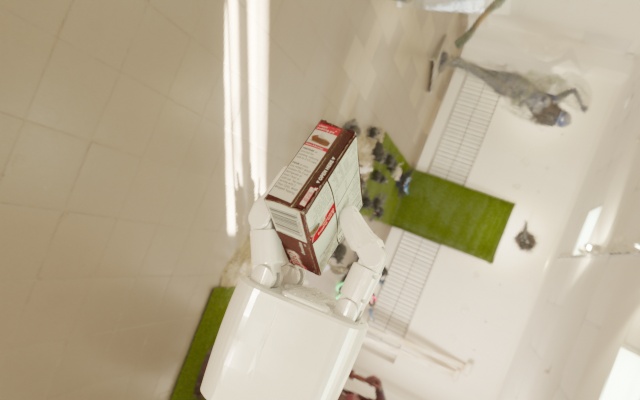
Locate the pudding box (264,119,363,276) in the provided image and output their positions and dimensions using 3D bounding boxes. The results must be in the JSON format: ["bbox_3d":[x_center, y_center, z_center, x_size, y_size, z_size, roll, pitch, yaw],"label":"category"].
[{"bbox_3d":[0.000,0.001,0.417,0.039,0.090,0.114,22,-28,19],"label":"pudding box"}]
